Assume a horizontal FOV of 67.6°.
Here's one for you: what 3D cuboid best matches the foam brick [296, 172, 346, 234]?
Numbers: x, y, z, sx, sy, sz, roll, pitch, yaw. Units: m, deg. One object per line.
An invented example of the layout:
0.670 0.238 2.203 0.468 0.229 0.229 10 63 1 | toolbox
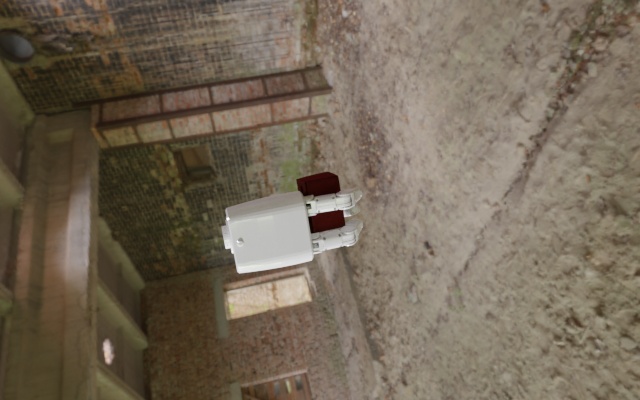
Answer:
0.000 0.002 0.693 0.051 0.078 0.053 -11 11 -14 | foam brick
